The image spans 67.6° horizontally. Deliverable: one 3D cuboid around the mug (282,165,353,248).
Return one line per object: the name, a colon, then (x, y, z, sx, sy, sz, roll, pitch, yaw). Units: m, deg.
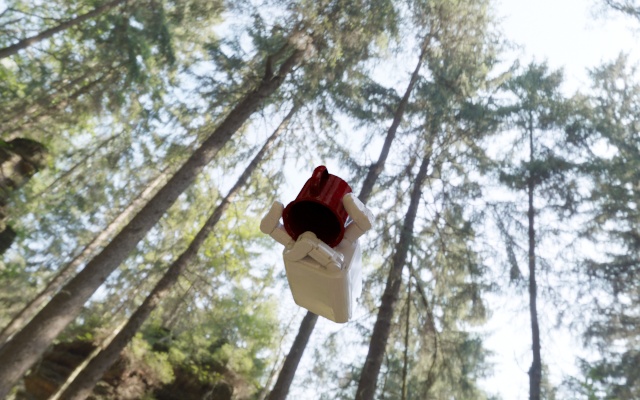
mug: (0.000, 0.001, 0.692, 0.093, 0.117, 0.081, 6, 36, 17)
